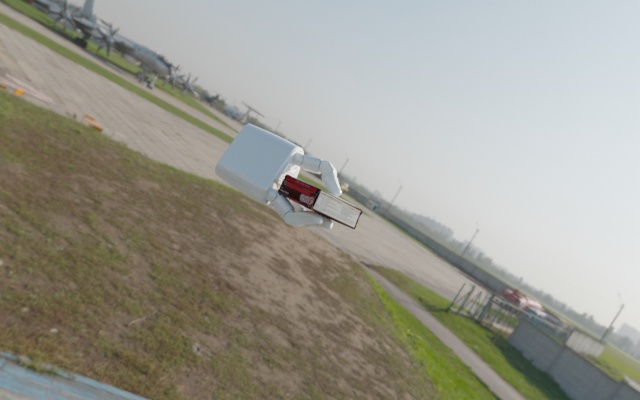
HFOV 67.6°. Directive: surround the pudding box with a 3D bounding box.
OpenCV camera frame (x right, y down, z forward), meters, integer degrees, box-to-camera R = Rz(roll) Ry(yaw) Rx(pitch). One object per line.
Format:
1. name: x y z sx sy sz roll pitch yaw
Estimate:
1. pudding box: 0.000 0.002 0.770 0.113 0.039 0.090 24 2 -44
